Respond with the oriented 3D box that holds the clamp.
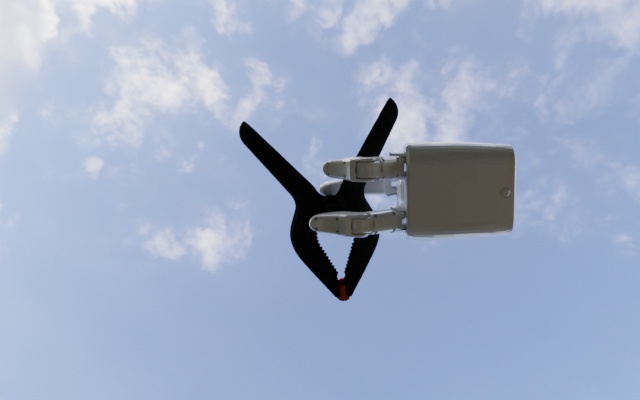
[{"bbox_3d":[0.000,0.002,0.504,0.164,0.210,0.036,-1,8,5],"label":"clamp"}]
